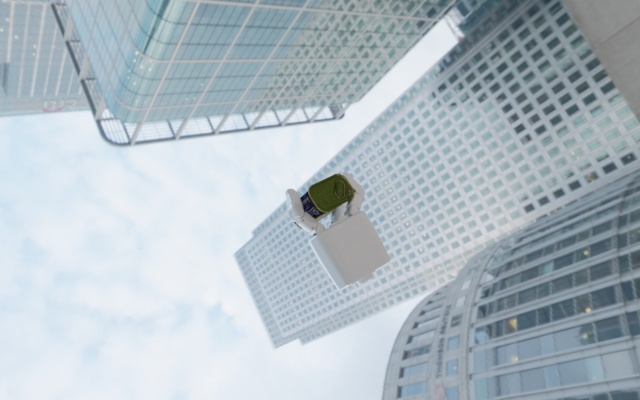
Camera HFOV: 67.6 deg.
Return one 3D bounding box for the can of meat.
[{"bbox_3d":[0.000,0.003,0.895,0.102,0.057,0.084,-28,-8,-42],"label":"can of meat"}]
